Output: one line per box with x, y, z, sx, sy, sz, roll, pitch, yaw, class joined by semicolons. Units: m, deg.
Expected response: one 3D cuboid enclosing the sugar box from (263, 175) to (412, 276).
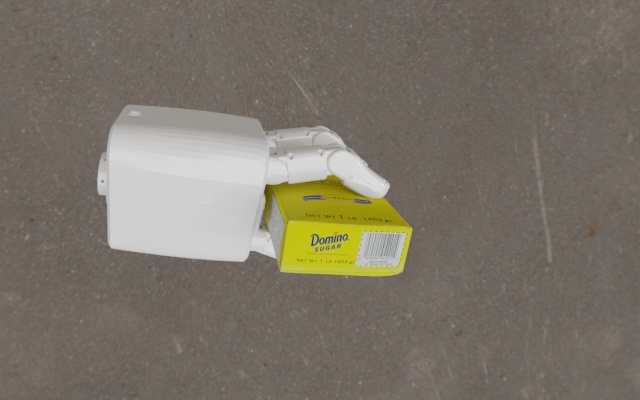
0.000;0.001;0.406;0.093;0.048;0.176;5;23;-16;sugar box
